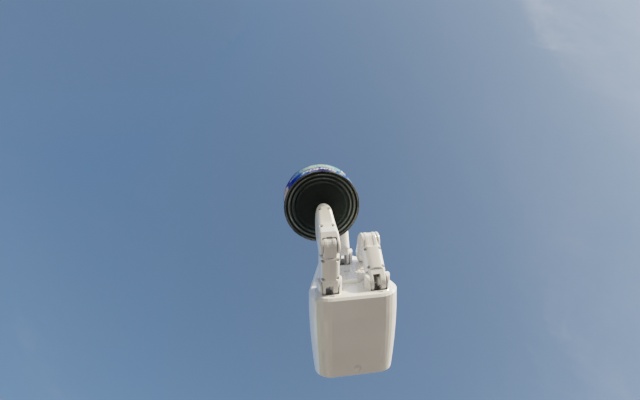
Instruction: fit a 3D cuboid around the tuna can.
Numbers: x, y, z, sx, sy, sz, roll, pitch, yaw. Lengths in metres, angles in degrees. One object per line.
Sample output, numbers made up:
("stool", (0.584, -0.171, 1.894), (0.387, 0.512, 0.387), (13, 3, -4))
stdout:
("tuna can", (0.000, 0.002, 0.552), (0.086, 0.086, 0.033), (0, 21, -6))
